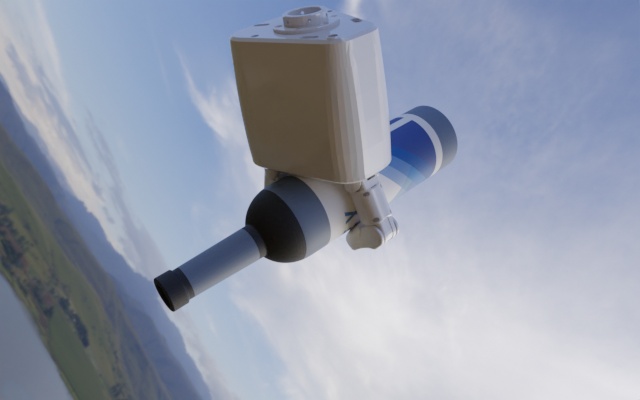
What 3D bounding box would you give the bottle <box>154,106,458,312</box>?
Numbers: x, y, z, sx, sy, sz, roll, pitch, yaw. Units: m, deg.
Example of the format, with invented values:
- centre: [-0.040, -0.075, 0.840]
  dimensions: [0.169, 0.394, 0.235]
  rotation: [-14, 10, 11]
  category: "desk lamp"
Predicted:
- centre: [0.000, 0.001, 0.406]
  dimensions: [0.295, 0.069, 0.069]
  rotation: [-31, 16, -30]
  category: "bottle"
